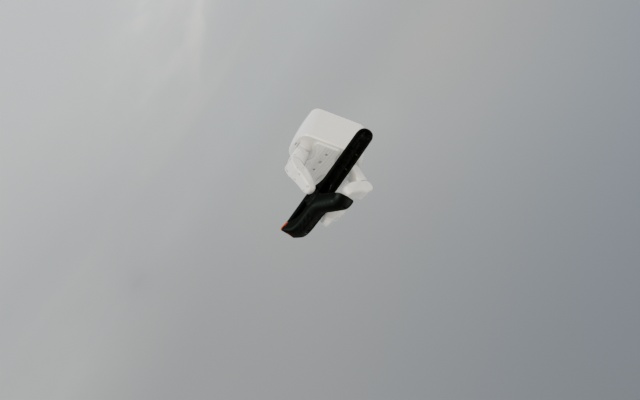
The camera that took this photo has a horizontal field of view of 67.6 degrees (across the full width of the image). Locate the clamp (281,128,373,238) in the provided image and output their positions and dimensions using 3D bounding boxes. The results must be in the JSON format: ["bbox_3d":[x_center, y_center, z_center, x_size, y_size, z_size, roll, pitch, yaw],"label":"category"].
[{"bbox_3d":[-0.001,0.002,0.708,0.036,0.210,0.164,34,36,-12],"label":"clamp"}]
